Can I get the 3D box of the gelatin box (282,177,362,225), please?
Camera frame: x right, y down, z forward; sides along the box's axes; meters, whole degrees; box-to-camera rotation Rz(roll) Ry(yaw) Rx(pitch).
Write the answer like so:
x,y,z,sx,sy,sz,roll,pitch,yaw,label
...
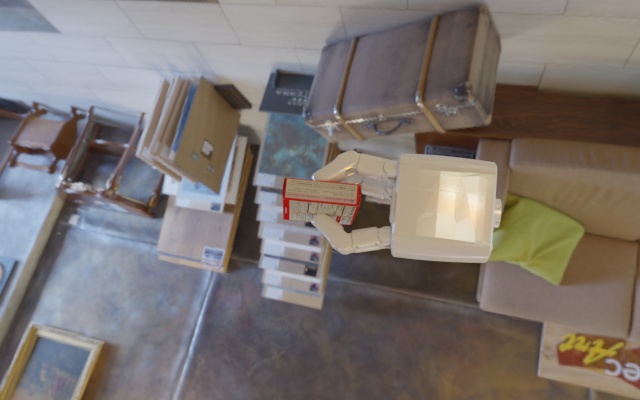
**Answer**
x,y,z,sx,sy,sz,roll,pitch,yaw,label
0.000,0.002,0.566,0.089,0.030,0.073,5,-21,-2,gelatin box
